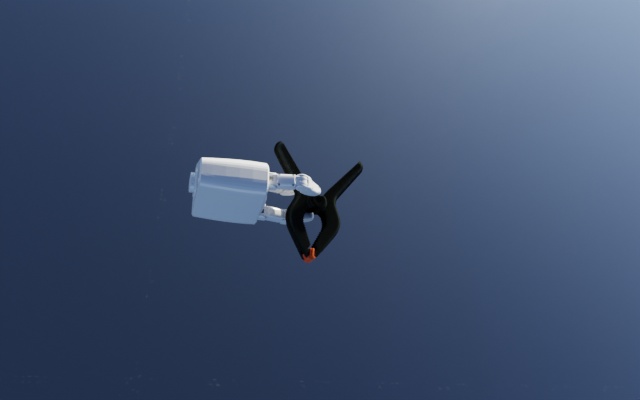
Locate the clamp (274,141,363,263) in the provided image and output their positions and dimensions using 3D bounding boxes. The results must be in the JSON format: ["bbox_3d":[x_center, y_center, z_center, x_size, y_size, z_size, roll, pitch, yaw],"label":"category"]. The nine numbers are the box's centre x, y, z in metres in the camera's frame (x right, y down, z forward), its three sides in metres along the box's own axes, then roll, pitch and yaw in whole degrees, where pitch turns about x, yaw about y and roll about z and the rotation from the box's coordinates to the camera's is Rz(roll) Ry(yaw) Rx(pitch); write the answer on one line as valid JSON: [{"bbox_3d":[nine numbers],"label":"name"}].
[{"bbox_3d":[0.000,0.003,0.817,0.164,0.210,0.036,5,-23,-17],"label":"clamp"}]
